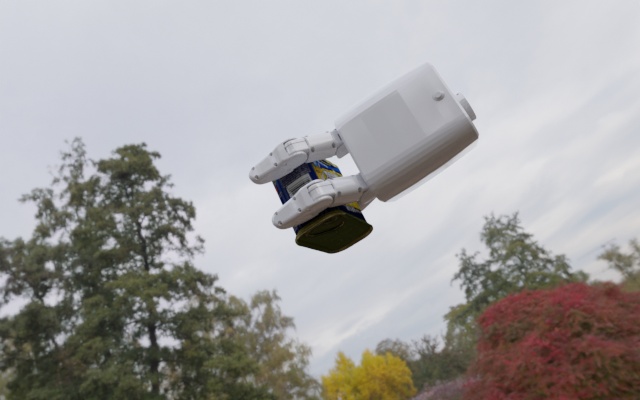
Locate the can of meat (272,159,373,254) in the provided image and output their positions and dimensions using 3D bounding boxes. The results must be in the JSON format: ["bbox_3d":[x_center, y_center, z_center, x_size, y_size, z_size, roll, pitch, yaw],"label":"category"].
[{"bbox_3d":[0.000,0.001,0.494,0.057,0.084,0.102,-34,-26,17],"label":"can of meat"}]
